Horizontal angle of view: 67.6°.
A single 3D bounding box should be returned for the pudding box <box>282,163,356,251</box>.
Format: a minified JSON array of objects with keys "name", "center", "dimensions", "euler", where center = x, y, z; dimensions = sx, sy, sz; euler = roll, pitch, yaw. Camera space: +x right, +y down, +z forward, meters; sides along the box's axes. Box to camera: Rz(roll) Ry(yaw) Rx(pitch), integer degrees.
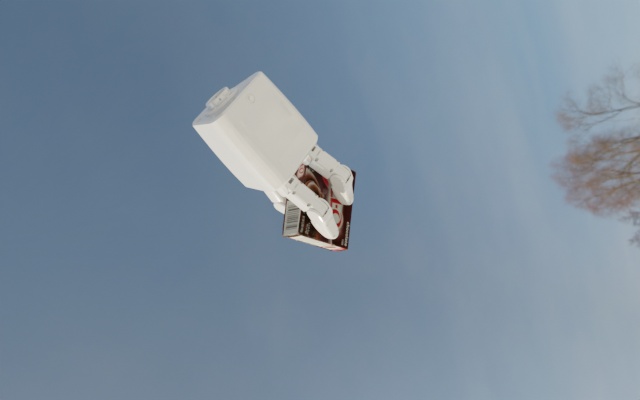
[{"name":"pudding box","center":[0.000,0.002,0.622],"dimensions":[0.090,0.113,0.039],"euler":[20,-18,-39]}]
